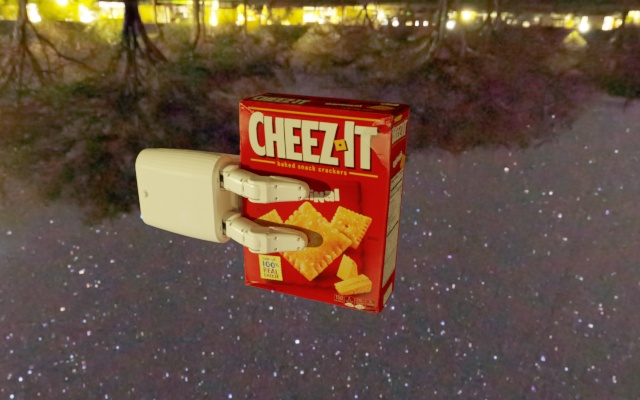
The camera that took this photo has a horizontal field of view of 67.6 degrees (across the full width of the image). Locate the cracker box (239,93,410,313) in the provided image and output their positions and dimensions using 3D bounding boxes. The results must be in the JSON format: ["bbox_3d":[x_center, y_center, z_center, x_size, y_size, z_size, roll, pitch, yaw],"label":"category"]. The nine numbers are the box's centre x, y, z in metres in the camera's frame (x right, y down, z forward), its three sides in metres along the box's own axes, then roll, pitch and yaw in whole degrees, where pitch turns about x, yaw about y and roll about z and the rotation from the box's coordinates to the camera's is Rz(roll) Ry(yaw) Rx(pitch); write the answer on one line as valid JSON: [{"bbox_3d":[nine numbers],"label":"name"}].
[{"bbox_3d":[0.000,0.002,0.512,0.164,0.214,0.072,9,22,20],"label":"cracker box"}]
